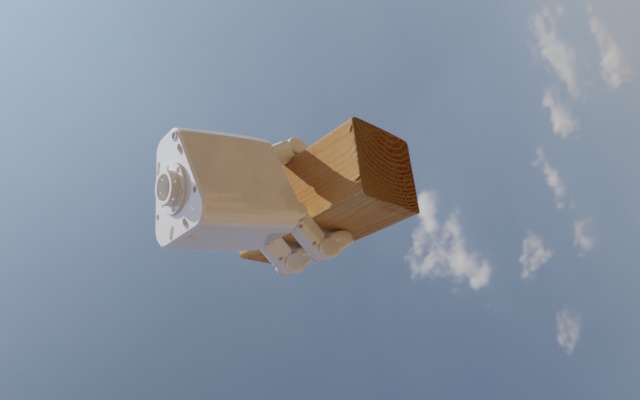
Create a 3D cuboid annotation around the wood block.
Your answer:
[{"bbox_3d":[0.000,0.001,0.551,0.090,0.090,0.206,17,-32,-39],"label":"wood block"}]
